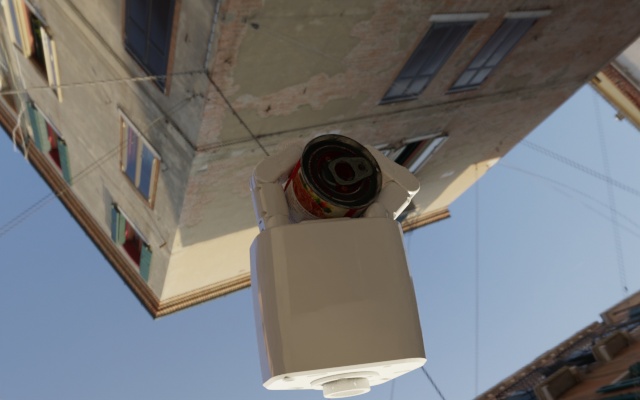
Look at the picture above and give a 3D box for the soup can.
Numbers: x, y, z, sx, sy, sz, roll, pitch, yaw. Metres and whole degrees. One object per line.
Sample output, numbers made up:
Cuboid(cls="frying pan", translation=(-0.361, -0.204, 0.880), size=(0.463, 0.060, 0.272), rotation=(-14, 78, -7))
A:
Cuboid(cls="soup can", translation=(0.000, 0.001, 0.406), size=(0.068, 0.068, 0.102), rotation=(0, -30, -23))
